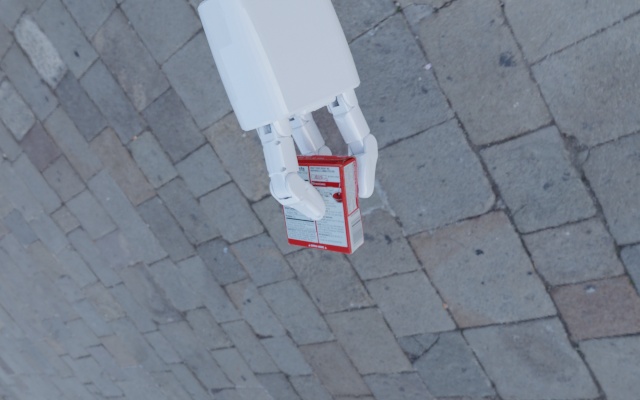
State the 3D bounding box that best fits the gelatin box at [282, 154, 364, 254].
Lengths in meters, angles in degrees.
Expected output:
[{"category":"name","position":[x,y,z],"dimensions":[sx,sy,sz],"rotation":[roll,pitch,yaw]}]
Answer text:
[{"category":"gelatin box","position":[0.000,0.002,0.451],"dimensions":[0.073,0.089,0.030],"rotation":[5,22,33]}]
